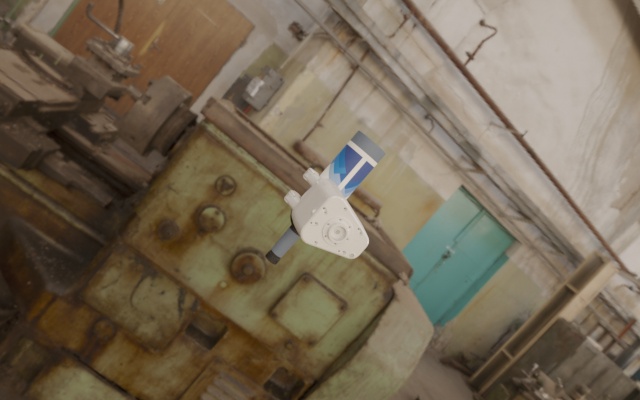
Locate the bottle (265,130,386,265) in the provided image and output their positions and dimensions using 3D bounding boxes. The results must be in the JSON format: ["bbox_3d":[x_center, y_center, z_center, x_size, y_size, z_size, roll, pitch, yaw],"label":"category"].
[{"bbox_3d":[0.000,0.003,0.895,0.069,0.296,0.069,40,7,-6],"label":"bottle"}]
